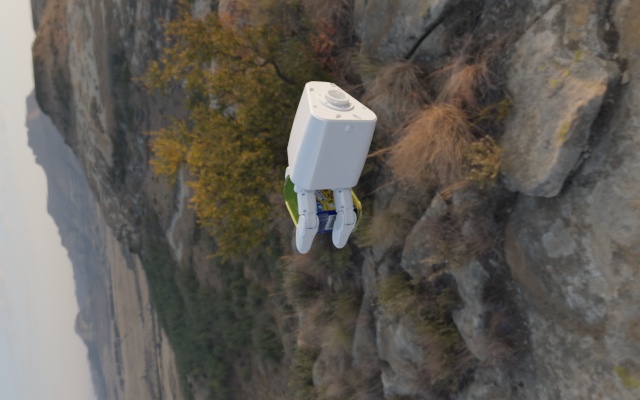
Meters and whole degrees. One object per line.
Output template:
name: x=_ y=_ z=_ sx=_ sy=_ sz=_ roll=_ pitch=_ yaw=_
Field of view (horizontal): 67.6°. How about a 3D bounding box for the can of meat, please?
can of meat: x=0.000 y=0.002 z=0.706 sx=0.084 sy=0.057 sz=0.102 roll=-4 pitch=44 yaw=-27
